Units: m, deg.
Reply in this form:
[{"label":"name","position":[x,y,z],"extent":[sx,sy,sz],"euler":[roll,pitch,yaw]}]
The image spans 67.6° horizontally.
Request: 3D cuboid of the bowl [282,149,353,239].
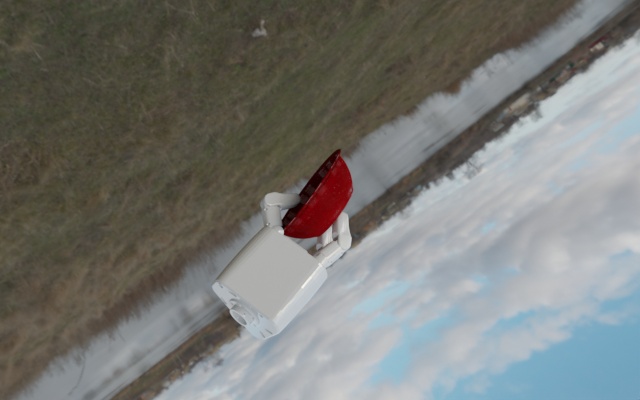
[{"label":"bowl","position":[0.001,0.002,0.719],"extent":[0.055,0.162,0.162],"euler":[36,-6,-8]}]
